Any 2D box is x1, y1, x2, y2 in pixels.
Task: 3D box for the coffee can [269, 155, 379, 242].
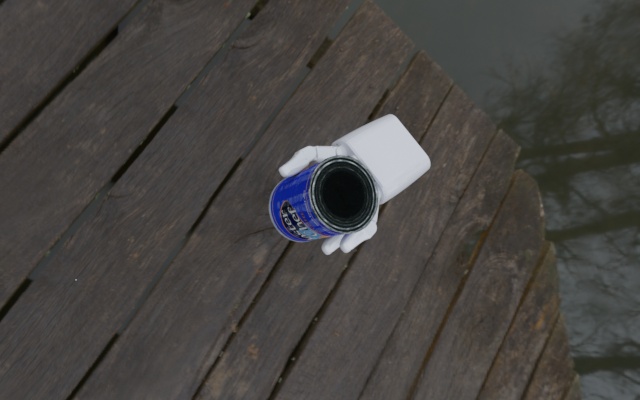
[{"bbox_3d":[0.000,0.002,0.668,0.103,0.103,0.140,0,-8,-27],"label":"coffee can"}]
